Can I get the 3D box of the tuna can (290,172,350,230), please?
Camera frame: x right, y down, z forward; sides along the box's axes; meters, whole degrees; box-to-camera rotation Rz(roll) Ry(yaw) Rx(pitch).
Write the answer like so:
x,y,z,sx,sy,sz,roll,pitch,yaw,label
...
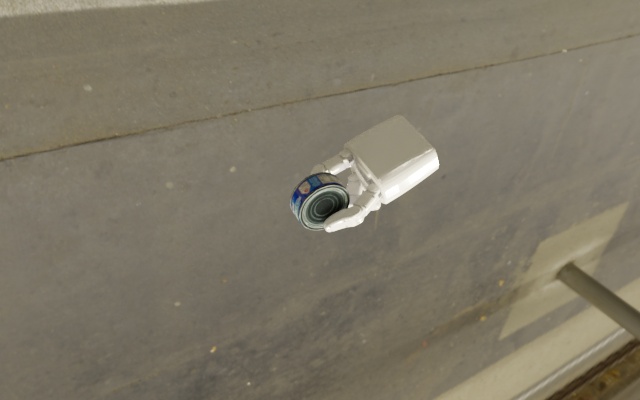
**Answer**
x,y,z,sx,sy,sz,roll,pitch,yaw,label
0.000,0.003,0.709,0.086,0.086,0.033,0,36,-32,tuna can
